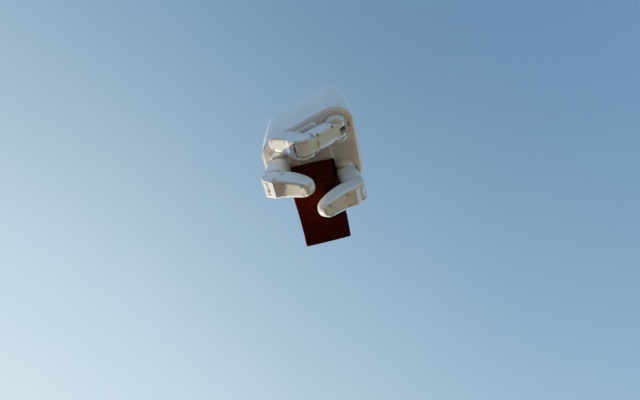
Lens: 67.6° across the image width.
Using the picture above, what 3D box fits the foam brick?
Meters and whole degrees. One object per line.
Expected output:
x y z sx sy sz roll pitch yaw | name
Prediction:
0.000 0.002 0.537 0.053 0.078 0.051 -12 28 3 | foam brick
